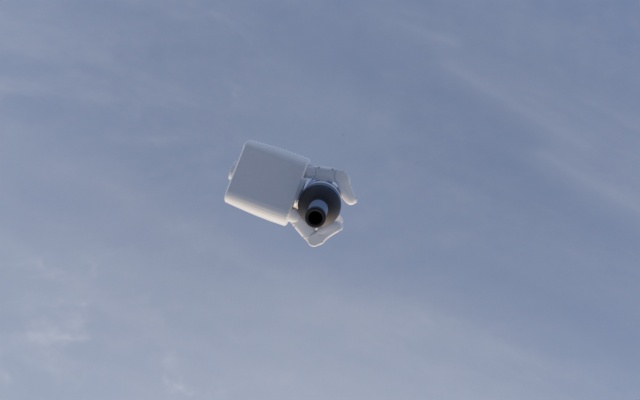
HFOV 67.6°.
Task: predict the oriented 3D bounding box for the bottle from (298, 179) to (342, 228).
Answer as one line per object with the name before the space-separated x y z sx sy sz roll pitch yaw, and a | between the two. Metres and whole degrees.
bottle | 0.000 0.002 0.760 0.069 0.069 0.295 0 8 3
